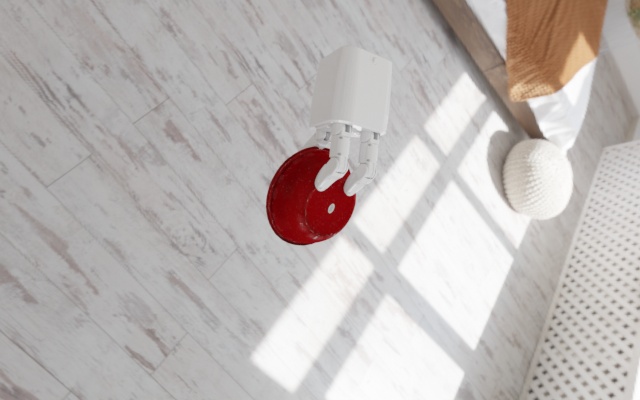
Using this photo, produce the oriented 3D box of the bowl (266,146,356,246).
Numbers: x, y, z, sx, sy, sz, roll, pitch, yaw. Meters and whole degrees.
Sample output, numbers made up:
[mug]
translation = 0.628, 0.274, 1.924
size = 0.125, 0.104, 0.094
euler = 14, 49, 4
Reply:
[bowl]
translation = 0.000, 0.004, 0.726
size = 0.162, 0.162, 0.055
euler = 0, 18, -37
